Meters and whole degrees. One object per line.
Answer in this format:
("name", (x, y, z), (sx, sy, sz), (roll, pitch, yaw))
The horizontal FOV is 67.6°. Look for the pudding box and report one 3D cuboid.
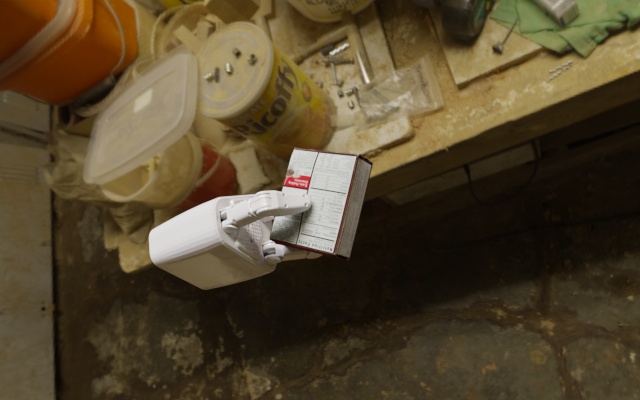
("pudding box", (0.000, 0.002, 0.528), (0.090, 0.113, 0.039), (10, -6, 32))
